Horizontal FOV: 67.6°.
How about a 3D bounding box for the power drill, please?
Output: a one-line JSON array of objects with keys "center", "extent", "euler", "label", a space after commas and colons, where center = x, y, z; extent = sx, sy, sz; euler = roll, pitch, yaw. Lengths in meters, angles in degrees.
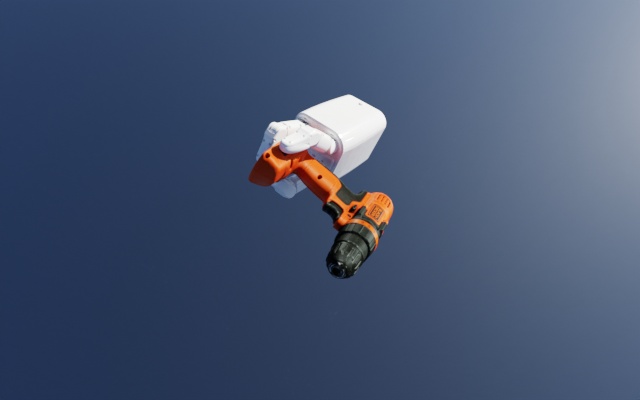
[{"center": [0.000, 0.002, 0.629], "extent": [0.187, 0.057, 0.184], "euler": [40, 33, 2], "label": "power drill"}]
